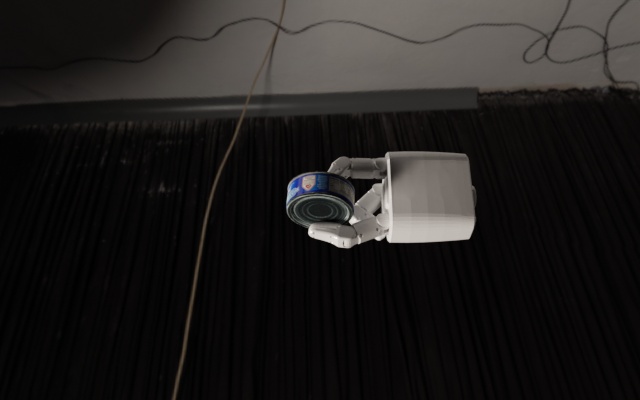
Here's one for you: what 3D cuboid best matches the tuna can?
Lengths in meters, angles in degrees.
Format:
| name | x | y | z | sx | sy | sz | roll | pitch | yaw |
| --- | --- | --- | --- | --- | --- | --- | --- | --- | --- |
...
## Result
| name | x | y | z | sx | sy | sz | roll | pitch | yaw |
| --- | --- | --- | --- | --- | --- | --- | --- | --- | --- |
| tuna can | 0.000 | 0.002 | 0.599 | 0.086 | 0.033 | 0.086 | 3 | -34 | 2 |
